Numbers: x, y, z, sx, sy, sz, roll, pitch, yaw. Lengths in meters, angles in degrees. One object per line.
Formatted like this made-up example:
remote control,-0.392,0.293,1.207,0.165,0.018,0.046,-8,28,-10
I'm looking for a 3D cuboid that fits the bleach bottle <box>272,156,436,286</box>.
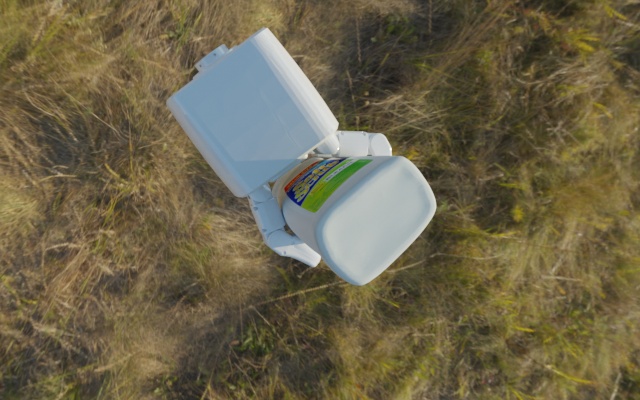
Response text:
bleach bottle,0.000,0.001,0.462,0.102,0.068,0.251,-41,18,-13
